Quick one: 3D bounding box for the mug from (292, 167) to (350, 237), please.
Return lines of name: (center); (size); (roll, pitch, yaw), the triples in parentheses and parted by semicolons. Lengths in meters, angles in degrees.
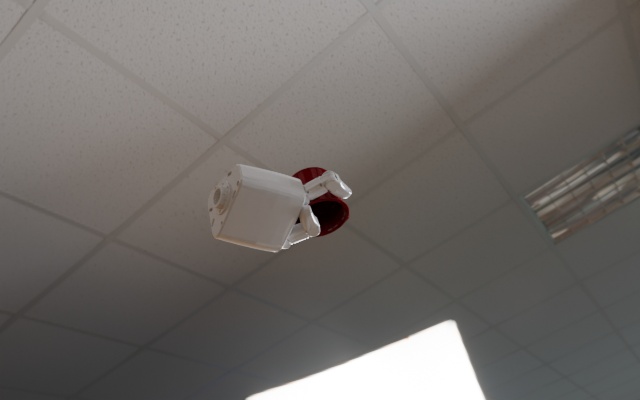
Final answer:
mug: (0.001, 0.003, 0.787); (0.117, 0.081, 0.093); (16, -52, -35)
